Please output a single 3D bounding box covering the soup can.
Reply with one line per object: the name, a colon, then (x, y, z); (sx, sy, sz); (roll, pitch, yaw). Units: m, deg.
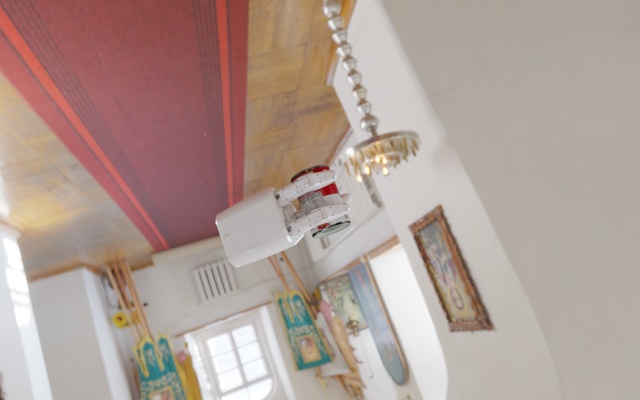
soup can: (0.001, 0.003, 0.767); (0.068, 0.102, 0.068); (-20, -14, -5)
